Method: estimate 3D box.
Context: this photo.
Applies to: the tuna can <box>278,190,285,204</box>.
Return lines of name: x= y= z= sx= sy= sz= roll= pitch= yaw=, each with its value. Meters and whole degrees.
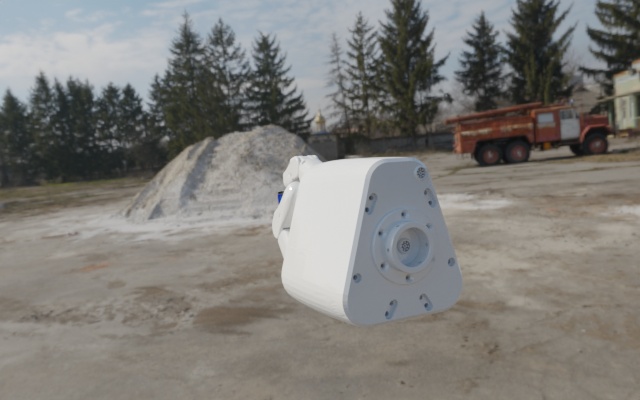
tuna can: x=0.000 y=0.001 z=0.483 sx=0.086 sy=0.034 sz=0.086 roll=-8 pitch=1 yaw=0
